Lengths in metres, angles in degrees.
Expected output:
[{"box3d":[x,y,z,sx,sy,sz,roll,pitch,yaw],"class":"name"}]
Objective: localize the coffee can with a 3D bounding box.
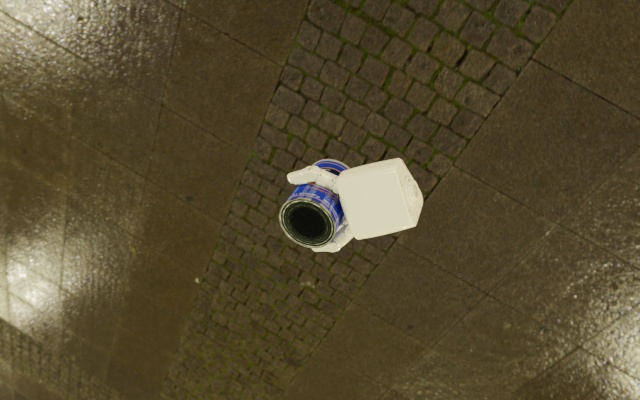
[{"box3d":[0.000,0.003,0.855,0.103,0.103,0.140,0,32,23],"class":"coffee can"}]
